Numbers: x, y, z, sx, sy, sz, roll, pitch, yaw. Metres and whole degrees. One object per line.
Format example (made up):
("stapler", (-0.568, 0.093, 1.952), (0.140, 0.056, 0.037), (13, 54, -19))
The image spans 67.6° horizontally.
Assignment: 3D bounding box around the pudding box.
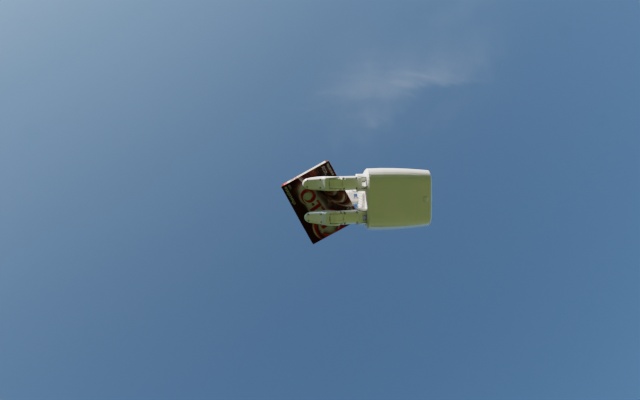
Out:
("pudding box", (0.000, 0.003, 0.793), (0.090, 0.113, 0.039), (-29, 5, 1))
